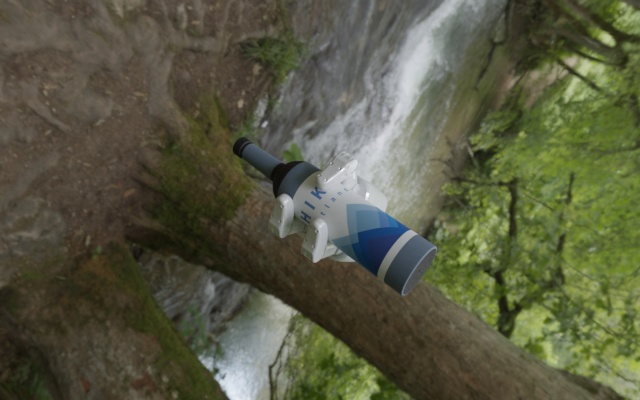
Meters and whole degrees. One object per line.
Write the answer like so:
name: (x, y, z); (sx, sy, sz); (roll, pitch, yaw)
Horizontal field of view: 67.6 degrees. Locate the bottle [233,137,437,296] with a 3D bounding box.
bottle: (0.000, 0.002, 0.588); (0.295, 0.069, 0.069); (35, 16, 24)
